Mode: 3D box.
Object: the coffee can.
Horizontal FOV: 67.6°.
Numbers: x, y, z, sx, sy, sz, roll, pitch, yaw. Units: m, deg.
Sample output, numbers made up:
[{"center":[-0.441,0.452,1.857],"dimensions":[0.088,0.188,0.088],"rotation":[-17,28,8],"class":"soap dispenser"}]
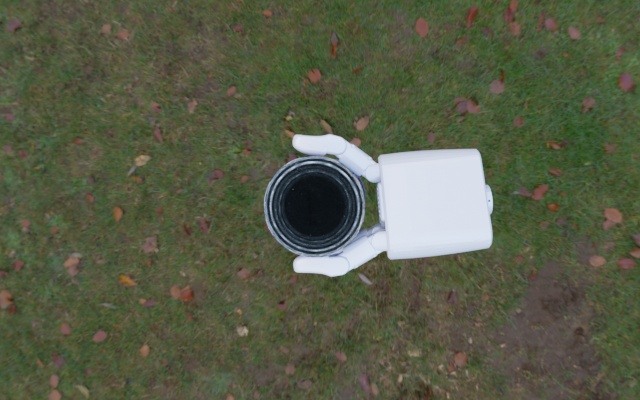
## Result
[{"center":[0.000,0.002,0.543],"dimensions":[0.103,0.103,0.140],"rotation":[0,4,5],"class":"coffee can"}]
